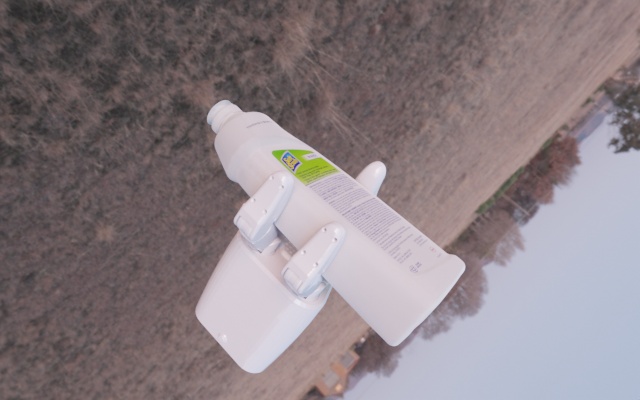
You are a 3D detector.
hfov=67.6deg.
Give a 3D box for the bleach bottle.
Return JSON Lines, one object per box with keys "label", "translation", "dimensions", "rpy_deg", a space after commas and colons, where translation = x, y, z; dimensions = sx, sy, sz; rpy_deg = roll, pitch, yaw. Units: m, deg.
{"label": "bleach bottle", "translation": [0.000, 0.001, 0.410], "dimensions": [0.250, 0.068, 0.102], "rpy_deg": [43, 28, 15]}
